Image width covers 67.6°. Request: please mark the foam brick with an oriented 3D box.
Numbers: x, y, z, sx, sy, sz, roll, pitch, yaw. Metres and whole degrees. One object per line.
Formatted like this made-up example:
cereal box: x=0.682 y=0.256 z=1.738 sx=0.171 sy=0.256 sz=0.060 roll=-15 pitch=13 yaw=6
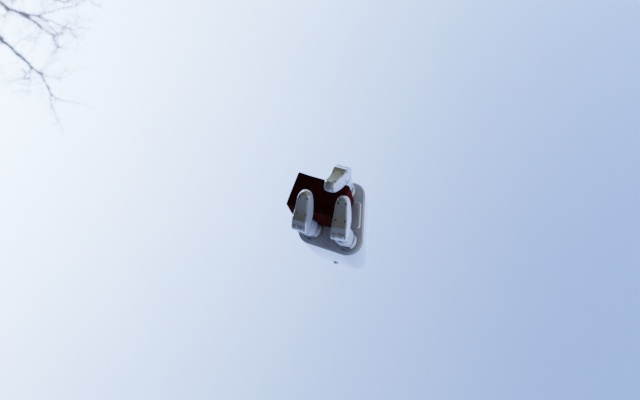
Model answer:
foam brick: x=0.000 y=0.002 z=0.674 sx=0.078 sy=0.053 sz=0.051 roll=17 pitch=-19 yaw=17
